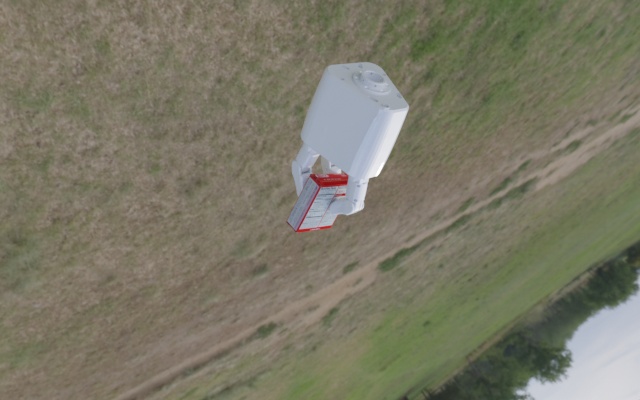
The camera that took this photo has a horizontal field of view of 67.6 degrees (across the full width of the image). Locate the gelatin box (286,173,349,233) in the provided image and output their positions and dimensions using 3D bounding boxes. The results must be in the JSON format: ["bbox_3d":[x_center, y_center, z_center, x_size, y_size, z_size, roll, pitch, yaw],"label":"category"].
[{"bbox_3d":[0.000,0.003,0.692,0.073,0.089,0.030,-5,42,-46],"label":"gelatin box"}]
